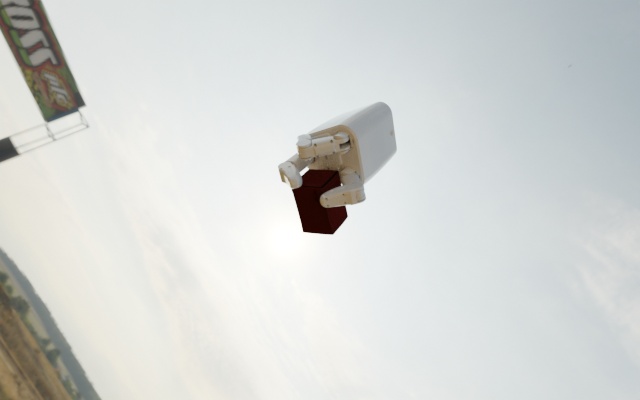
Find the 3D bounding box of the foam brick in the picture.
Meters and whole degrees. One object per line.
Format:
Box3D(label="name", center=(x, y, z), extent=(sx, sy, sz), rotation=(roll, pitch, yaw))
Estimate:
Box3D(label="foam brick", center=(0.000, 0.002, 0.674), extent=(0.053, 0.078, 0.051), rotation=(5, 32, 30))
